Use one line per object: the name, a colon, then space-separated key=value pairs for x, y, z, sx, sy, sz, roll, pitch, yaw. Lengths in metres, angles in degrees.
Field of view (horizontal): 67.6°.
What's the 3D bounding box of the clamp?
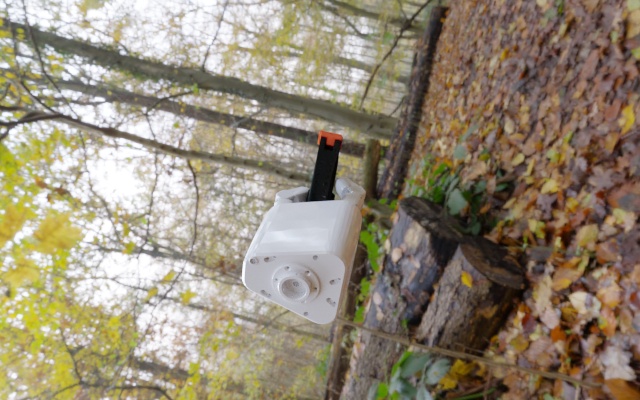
clamp: x=-0.001 y=0.002 z=0.632 sx=0.036 sy=0.210 sz=0.164 roll=11 pitch=28 yaw=3
